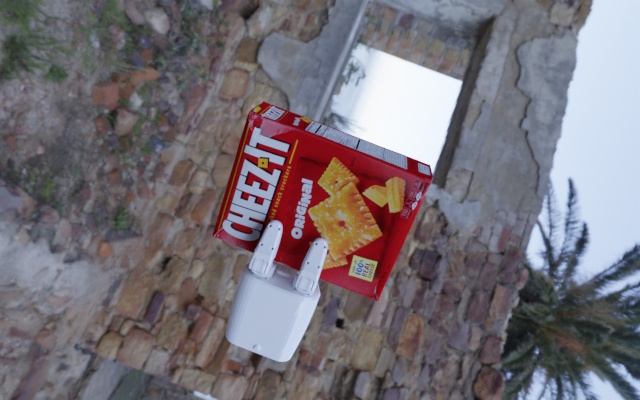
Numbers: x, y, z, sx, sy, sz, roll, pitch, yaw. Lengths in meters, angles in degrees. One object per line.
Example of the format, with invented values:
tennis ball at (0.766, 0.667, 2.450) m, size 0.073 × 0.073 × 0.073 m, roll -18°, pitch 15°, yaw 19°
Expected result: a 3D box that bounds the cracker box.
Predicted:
cracker box at (0.000, 0.002, 0.559) m, size 0.213 × 0.164 × 0.072 m, roll 21°, pitch 21°, yaw 1°
